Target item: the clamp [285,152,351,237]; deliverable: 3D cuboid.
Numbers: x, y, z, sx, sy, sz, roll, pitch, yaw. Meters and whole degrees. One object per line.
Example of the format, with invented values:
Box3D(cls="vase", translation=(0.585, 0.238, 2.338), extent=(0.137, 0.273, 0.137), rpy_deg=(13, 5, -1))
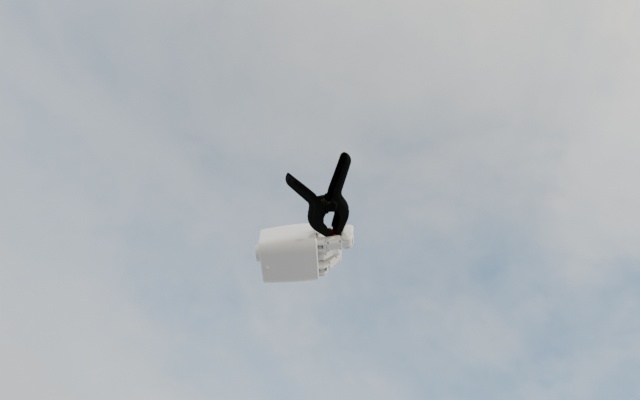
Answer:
Box3D(cls="clamp", translation=(0.000, 0.003, 0.853), extent=(0.120, 0.171, 0.039), rpy_deg=(-11, 28, -13))
